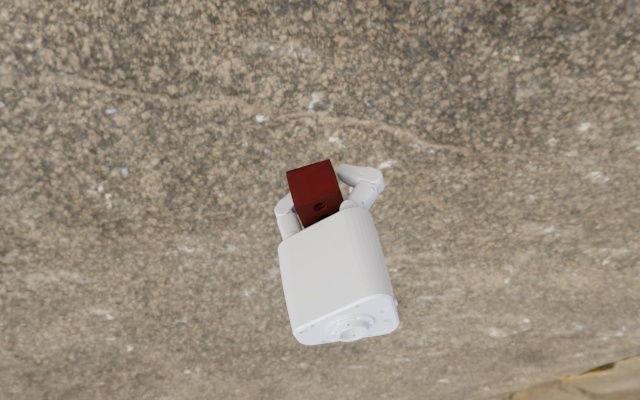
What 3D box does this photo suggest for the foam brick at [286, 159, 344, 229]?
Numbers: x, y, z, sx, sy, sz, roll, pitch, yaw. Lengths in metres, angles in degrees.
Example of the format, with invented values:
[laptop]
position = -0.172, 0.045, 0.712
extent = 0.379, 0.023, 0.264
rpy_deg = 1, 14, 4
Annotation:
[foam brick]
position = 0.000, 0.002, 0.540
extent = 0.053, 0.051, 0.078
rpy_deg = -18, -40, 4
